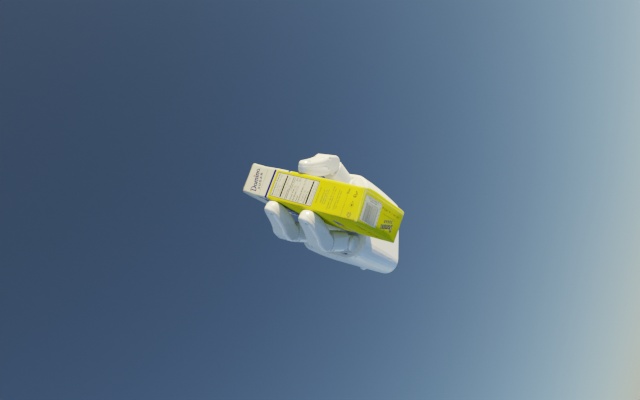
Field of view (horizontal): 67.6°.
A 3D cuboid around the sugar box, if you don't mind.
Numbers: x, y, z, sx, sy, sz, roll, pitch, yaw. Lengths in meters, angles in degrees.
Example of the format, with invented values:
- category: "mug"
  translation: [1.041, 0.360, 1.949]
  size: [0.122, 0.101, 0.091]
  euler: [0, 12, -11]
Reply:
- category: "sugar box"
  translation: [0.000, 0.002, 0.574]
  size: [0.176, 0.048, 0.093]
  euler: [11, -12, 38]
